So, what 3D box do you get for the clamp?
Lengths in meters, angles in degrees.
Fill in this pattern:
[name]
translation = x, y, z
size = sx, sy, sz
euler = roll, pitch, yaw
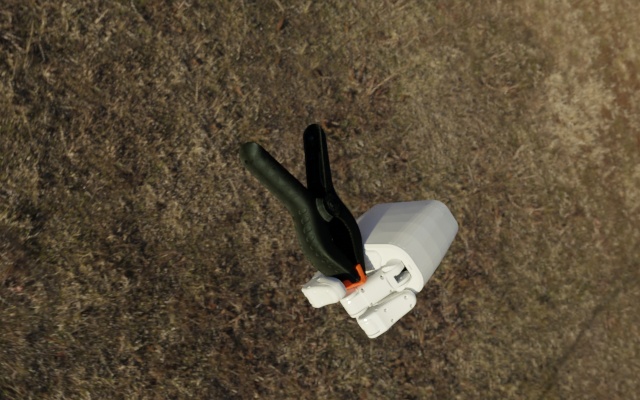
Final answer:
[clamp]
translation = 0.001, 0.002, 0.470
size = 0.039, 0.171, 0.120
euler = -21, 13, 42
